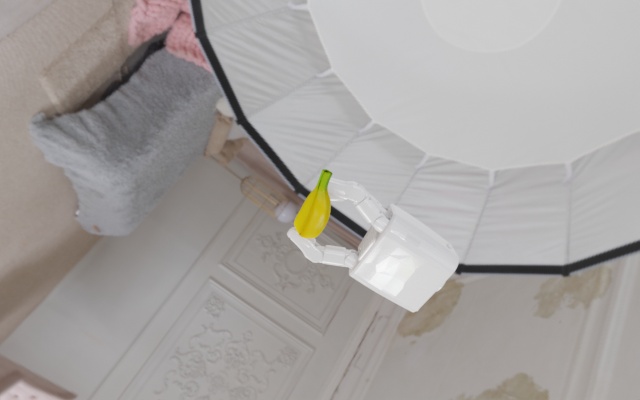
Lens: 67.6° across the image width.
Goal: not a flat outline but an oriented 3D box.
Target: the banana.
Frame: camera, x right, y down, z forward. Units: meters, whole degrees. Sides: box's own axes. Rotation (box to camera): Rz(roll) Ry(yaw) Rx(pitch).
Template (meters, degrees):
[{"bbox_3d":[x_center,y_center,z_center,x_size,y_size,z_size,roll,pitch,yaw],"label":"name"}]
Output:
[{"bbox_3d":[-0.008,0.017,0.612,0.037,0.069,0.198,29,-12,-2],"label":"banana"}]
